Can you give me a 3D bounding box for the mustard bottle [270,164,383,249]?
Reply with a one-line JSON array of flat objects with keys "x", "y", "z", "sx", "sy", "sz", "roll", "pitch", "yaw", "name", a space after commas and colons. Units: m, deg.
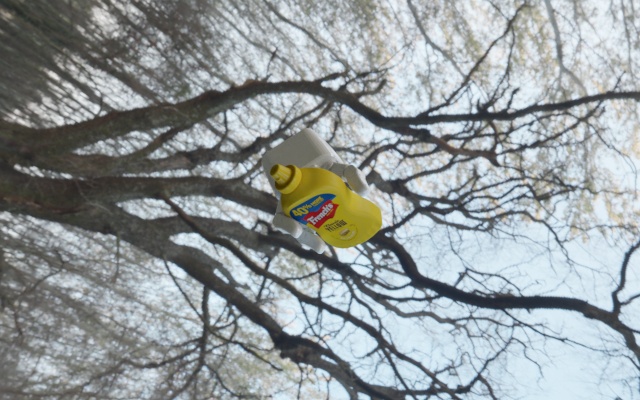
[{"x": 0.000, "y": 0.003, "z": 0.694, "sx": 0.096, "sy": 0.058, "sz": 0.192, "roll": -28, "pitch": -46, "yaw": 30, "name": "mustard bottle"}]
